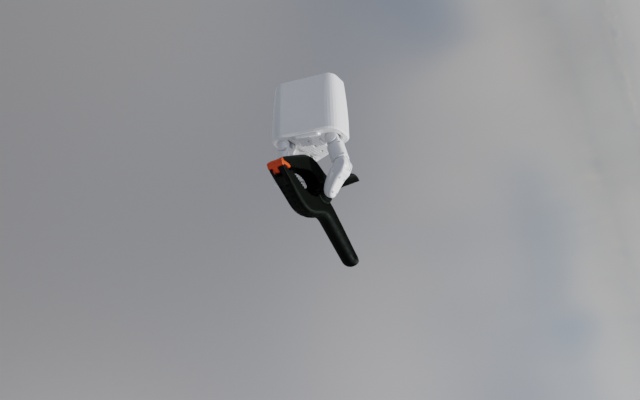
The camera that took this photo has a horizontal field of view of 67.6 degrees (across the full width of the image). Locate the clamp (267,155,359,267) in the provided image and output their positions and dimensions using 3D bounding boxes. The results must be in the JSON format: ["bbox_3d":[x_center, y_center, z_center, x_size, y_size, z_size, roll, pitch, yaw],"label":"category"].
[{"bbox_3d":[0.000,0.002,0.708,0.036,0.164,0.210,-19,-29,31],"label":"clamp"}]
